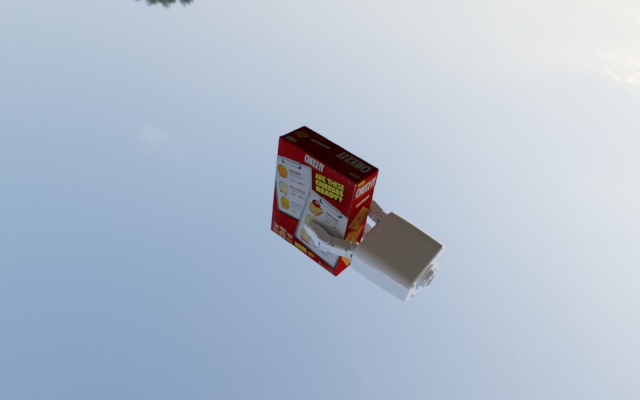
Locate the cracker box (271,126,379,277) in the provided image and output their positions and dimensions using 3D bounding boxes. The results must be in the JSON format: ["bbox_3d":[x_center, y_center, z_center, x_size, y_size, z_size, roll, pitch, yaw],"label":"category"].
[{"bbox_3d":[0.000,0.003,0.824,0.164,0.214,0.072,33,45,25],"label":"cracker box"}]
